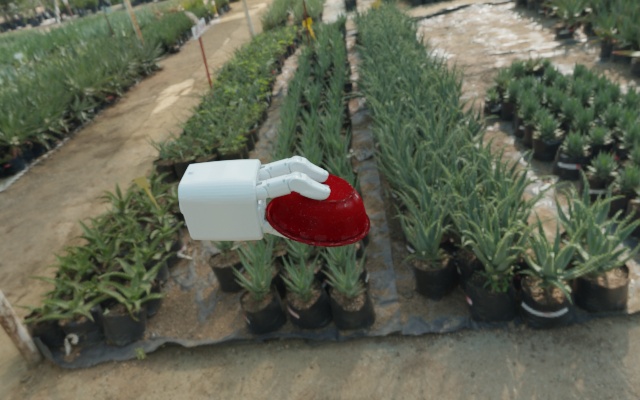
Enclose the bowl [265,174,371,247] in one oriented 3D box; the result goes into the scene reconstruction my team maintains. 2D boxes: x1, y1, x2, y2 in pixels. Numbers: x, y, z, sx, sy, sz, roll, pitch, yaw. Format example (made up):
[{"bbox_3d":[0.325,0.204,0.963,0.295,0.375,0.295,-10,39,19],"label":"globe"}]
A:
[{"bbox_3d":[0.001,0.002,0.714,0.162,0.055,0.162,7,28,-4],"label":"bowl"}]
